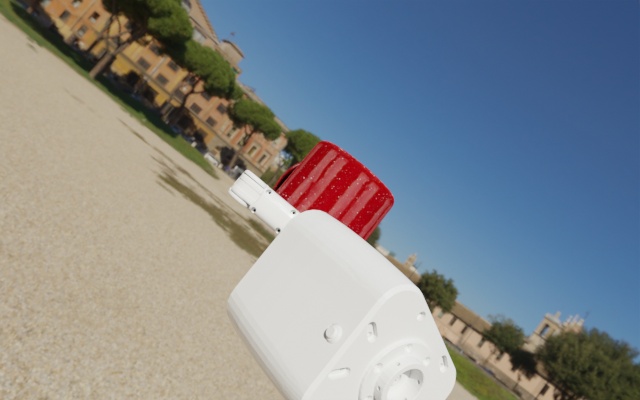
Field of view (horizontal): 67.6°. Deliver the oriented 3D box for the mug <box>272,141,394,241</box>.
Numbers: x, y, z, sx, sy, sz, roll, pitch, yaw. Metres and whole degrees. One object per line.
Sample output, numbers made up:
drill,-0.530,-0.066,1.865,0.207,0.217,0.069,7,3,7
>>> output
mug,0.000,0.001,0.404,0.093,0.081,0.117,42,-4,-39
